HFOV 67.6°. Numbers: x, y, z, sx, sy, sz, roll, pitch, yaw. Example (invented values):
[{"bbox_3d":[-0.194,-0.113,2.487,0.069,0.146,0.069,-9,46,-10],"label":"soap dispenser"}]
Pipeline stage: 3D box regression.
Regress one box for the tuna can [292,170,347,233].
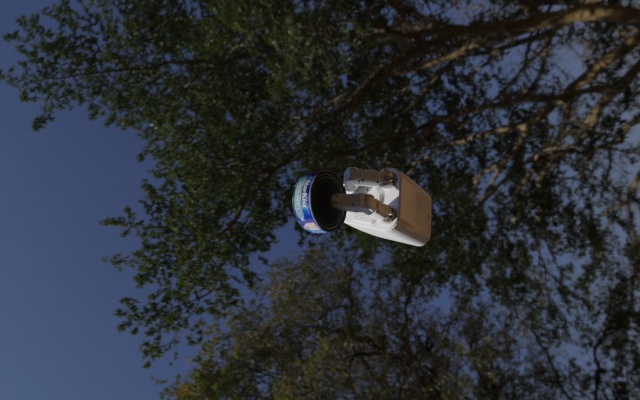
[{"bbox_3d":[0.000,0.002,0.660,0.034,0.086,0.086,-6,-4,37],"label":"tuna can"}]
